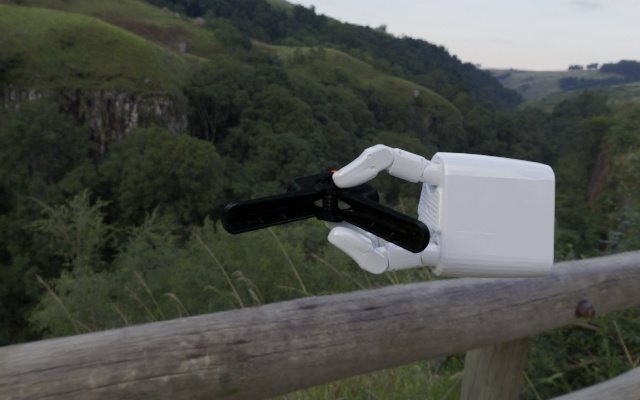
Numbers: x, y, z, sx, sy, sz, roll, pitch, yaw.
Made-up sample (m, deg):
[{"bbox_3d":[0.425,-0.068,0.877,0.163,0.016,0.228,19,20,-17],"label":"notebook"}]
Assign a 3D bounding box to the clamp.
[{"bbox_3d":[0.000,0.001,0.458,0.164,0.036,0.210,5,13,-3],"label":"clamp"}]
